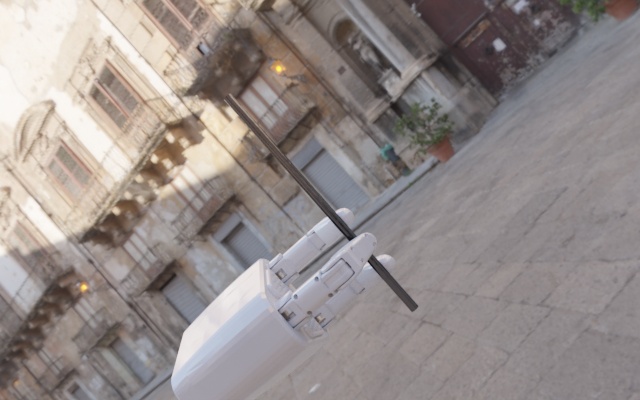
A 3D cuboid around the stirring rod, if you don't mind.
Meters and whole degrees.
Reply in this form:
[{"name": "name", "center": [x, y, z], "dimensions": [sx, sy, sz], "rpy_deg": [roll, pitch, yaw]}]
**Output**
[{"name": "stirring rod", "center": [0.000, 0.001, 0.406], "dimensions": [0.011, 0.239, 0.011], "rpy_deg": [-41, -1, -1]}]
